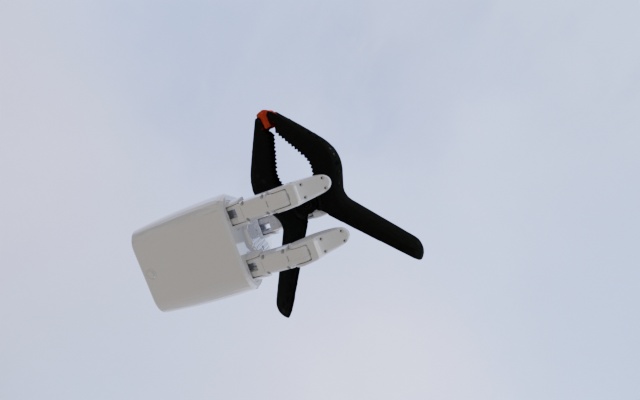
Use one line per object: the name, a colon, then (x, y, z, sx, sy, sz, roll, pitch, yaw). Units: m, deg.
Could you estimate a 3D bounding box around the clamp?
clamp: (0.000, 0.001, 0.483, 0.164, 0.210, 0.036, -19, 6, 9)
